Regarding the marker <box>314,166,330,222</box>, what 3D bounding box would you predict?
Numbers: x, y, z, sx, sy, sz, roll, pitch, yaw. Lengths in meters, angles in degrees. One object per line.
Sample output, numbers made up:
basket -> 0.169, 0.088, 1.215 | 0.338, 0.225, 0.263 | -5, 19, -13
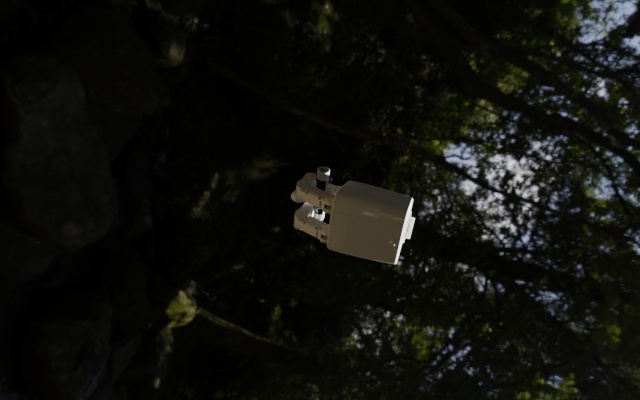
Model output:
marker -> 0.000, 0.002, 0.755 | 0.020, 0.121, 0.020 | 4, 35, -3
